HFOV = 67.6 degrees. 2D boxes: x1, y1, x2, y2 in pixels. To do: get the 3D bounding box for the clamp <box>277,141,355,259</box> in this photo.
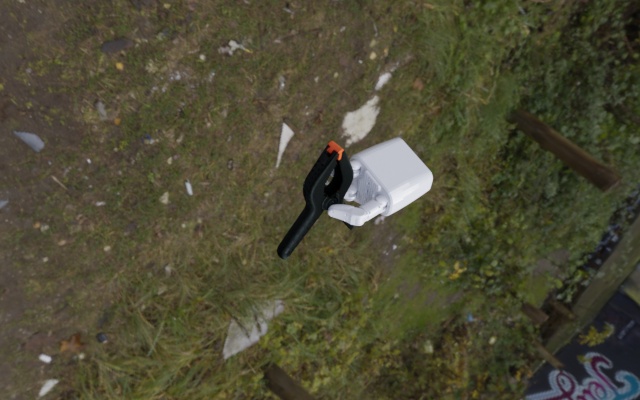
[{"bbox_3d":[0.001,0.003,0.775,0.164,0.210,0.036,-27,51,-29],"label":"clamp"}]
